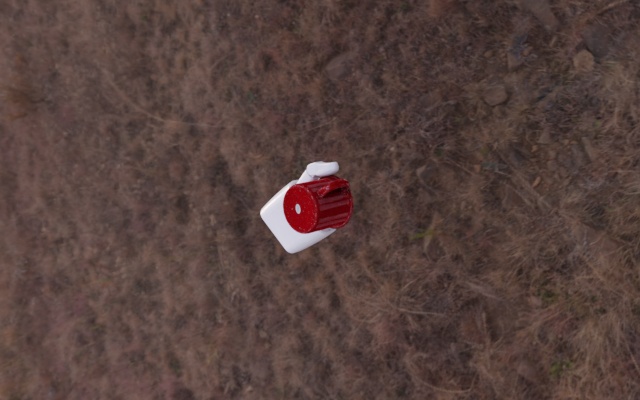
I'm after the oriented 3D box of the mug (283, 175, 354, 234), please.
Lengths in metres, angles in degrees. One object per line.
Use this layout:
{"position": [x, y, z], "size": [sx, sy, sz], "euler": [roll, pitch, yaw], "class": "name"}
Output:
{"position": [0.001, 0.002, 0.771], "size": [0.081, 0.093, 0.117], "euler": [-12, -20, -46], "class": "mug"}
